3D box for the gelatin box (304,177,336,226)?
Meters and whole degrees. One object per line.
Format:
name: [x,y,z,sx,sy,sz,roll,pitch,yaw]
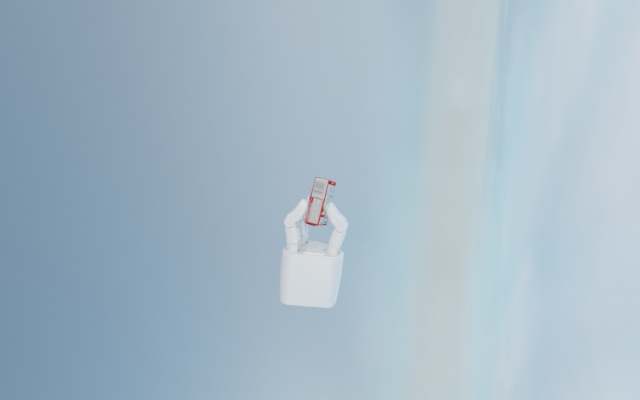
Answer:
gelatin box: [0.001,0.003,0.900,0.030,0.089,0.073,14,2,13]
